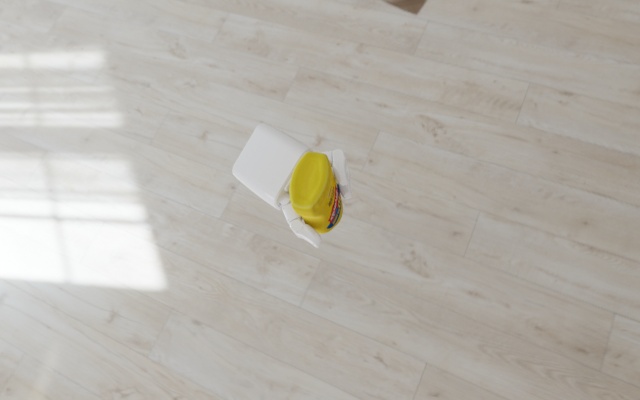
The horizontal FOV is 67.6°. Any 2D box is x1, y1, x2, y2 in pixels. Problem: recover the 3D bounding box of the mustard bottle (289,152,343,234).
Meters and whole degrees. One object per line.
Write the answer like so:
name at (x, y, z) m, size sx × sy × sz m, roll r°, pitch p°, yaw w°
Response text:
mustard bottle at (0.000, 0.003, 0.790) m, size 0.058 × 0.096 × 0.192 m, roll 8°, pitch -20°, yaw 14°
